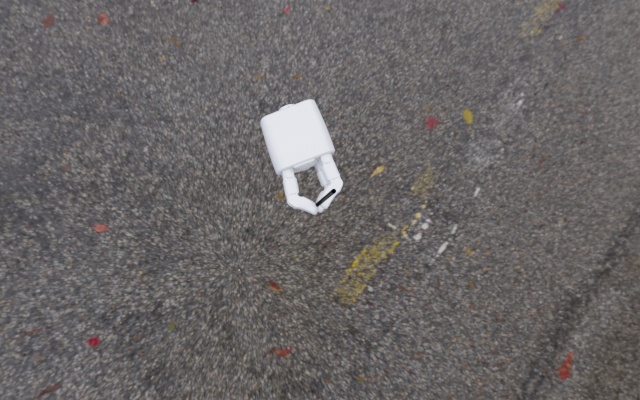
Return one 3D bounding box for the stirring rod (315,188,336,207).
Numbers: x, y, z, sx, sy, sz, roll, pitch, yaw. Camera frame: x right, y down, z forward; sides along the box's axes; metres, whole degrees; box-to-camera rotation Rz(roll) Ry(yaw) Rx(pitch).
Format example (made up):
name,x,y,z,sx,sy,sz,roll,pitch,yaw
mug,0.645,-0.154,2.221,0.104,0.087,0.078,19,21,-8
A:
name,x,y,z,sx,sy,sz,roll,pitch,yaw
stirring rod,0.000,0.003,0.838,0.011,0.011,0.239,0,-8,-10
